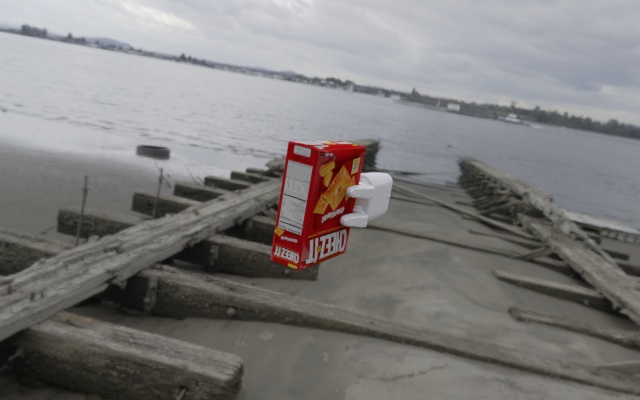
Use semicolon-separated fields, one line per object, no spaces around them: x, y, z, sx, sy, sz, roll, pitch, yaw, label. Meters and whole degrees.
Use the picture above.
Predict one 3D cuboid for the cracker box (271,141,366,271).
0.000;0.003;0.856;0.072;0.214;0.164;17;15;30;cracker box
